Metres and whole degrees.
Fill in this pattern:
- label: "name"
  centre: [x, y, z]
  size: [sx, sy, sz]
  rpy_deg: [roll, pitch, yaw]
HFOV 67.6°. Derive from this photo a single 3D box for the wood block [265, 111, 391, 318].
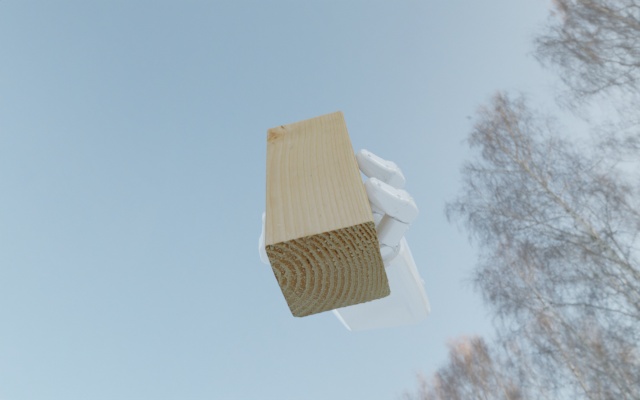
- label: "wood block"
  centre: [0.000, 0.002, 0.477]
  size: [0.091, 0.090, 0.206]
  rpy_deg: [-14, 35, 4]
